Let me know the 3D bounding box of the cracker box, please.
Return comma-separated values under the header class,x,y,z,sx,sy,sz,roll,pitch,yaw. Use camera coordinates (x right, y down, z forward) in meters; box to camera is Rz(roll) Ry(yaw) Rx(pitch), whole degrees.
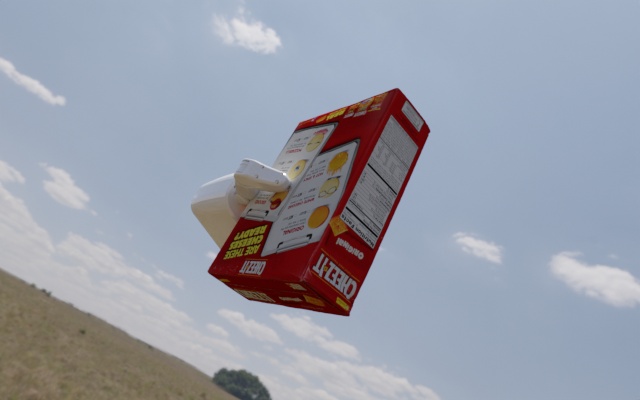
class,x,y,z,sx,sy,sz,roll,pitch,yaw
cracker box,0.000,0.001,0.485,0.072,0.213,0.164,42,-28,-28
